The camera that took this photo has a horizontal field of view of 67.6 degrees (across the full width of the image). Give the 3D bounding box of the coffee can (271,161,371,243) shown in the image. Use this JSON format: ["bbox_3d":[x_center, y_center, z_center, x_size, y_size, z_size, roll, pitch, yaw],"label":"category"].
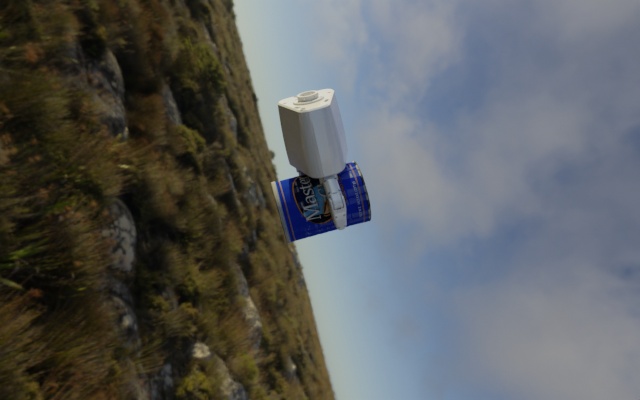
[{"bbox_3d":[0.000,0.003,0.776,0.140,0.103,0.103,-15,1,-5],"label":"coffee can"}]
